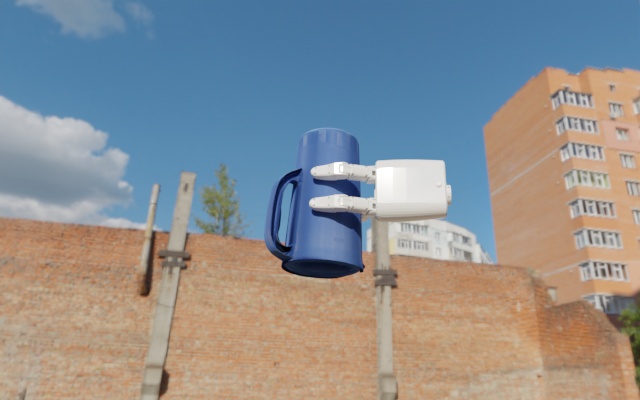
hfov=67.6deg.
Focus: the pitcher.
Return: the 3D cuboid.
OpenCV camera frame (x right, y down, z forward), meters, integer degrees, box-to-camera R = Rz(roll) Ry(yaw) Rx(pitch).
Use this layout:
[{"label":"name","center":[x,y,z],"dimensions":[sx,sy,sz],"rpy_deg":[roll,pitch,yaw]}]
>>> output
[{"label":"pitcher","center":[0.000,0.003,0.801],"dimensions":[0.145,0.242,0.149],"rpy_deg":[-2,-21,12]}]
